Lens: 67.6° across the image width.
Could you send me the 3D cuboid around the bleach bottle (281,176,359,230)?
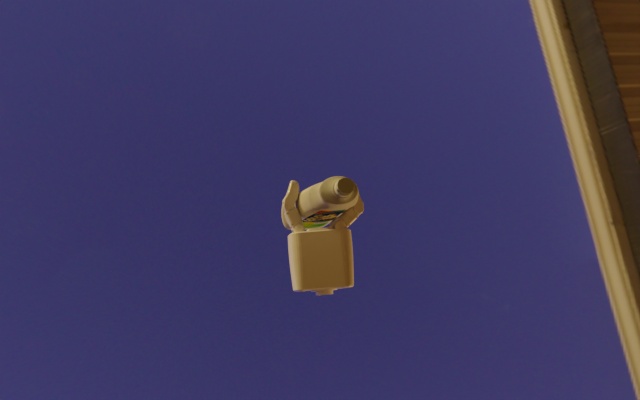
[{"bbox_3d":[0.000,0.003,0.886,0.102,0.068,0.251,-1,-12,-16],"label":"bleach bottle"}]
